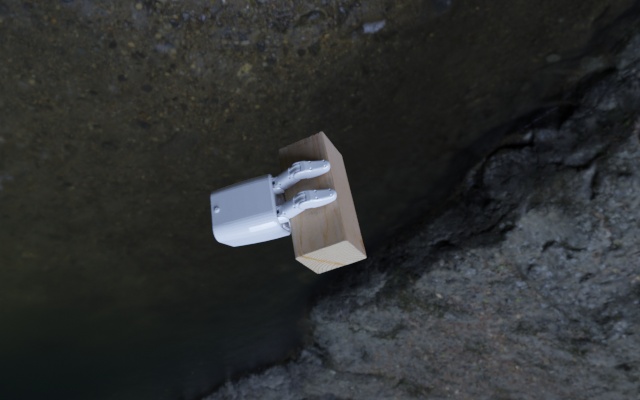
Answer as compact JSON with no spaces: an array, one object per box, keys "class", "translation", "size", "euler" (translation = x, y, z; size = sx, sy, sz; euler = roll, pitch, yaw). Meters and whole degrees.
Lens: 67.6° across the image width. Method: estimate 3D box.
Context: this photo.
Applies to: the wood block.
[{"class":"wood block","translation":[0.000,0.003,0.796],"size":[0.090,0.206,0.091],"euler":[-21,-31,16]}]
